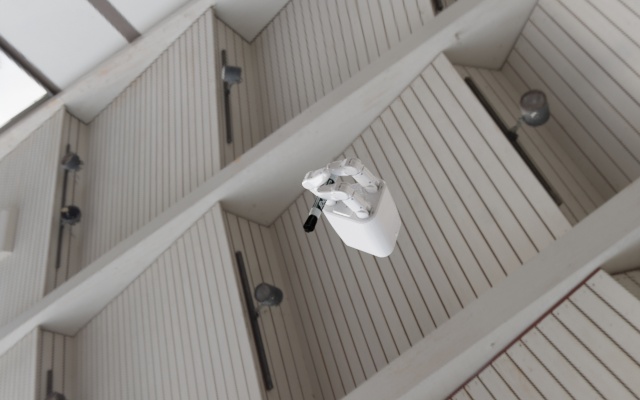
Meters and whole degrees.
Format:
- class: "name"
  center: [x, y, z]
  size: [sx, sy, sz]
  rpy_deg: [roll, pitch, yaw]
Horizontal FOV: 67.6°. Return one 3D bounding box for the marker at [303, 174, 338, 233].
- class: "marker"
  center: [0.000, 0.003, 0.784]
  size: [0.020, 0.121, 0.020]
  rpy_deg: [17, -34, 12]
